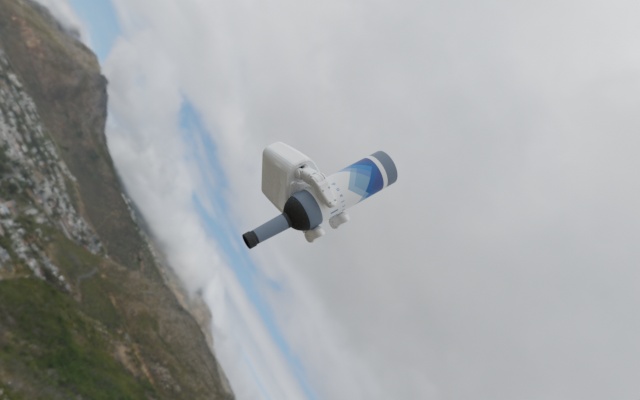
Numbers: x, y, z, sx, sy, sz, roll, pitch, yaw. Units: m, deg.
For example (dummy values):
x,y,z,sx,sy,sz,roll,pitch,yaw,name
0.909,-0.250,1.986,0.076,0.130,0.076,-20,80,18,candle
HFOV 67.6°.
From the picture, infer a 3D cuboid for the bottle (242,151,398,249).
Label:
x,y,z,sx,sy,sz,roll,pitch,yaw,name
0.000,0.003,0.826,0.295,0.069,0.069,-28,11,-22,bottle
